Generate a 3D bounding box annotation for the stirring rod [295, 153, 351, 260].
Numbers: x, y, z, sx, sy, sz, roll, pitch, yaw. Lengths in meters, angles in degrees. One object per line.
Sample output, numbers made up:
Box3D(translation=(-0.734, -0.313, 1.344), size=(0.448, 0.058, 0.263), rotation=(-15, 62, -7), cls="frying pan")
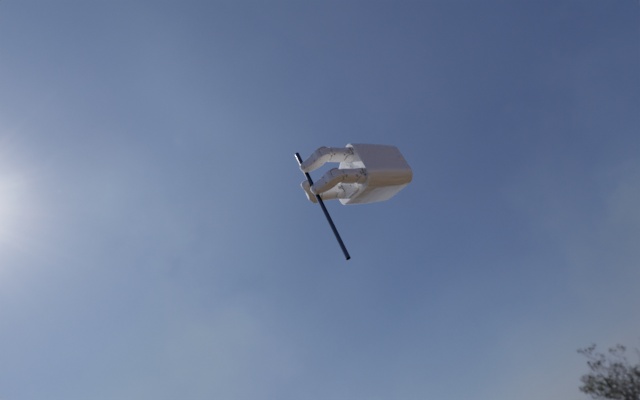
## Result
Box3D(translation=(0.000, 0.003, 0.822), size=(0.011, 0.239, 0.011), rotation=(-17, -35, -13), cls="stirring rod")
